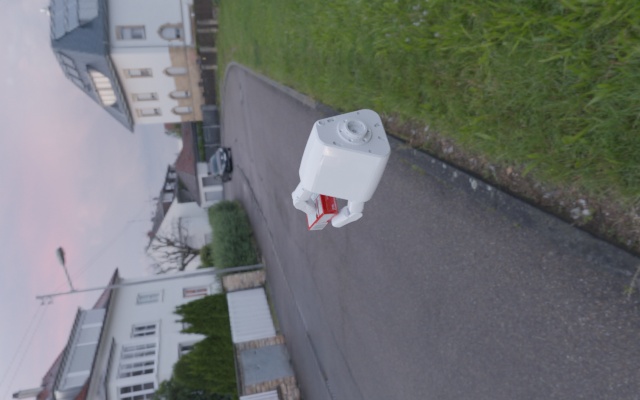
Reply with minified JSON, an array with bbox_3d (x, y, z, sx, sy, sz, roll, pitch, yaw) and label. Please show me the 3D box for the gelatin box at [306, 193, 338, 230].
[{"bbox_3d":[0.000,0.003,0.821,0.030,0.073,0.089,-1,-21,-20],"label":"gelatin box"}]
